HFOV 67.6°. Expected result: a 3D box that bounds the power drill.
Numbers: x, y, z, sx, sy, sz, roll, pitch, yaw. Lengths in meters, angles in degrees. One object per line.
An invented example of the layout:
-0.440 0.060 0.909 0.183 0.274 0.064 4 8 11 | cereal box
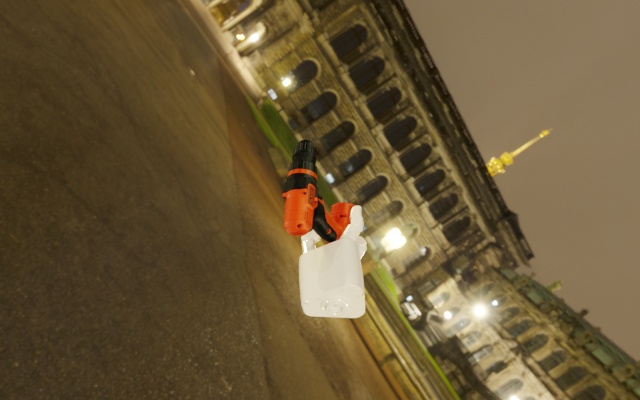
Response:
0.000 0.003 0.882 0.057 0.184 0.188 -11 -31 31 | power drill
